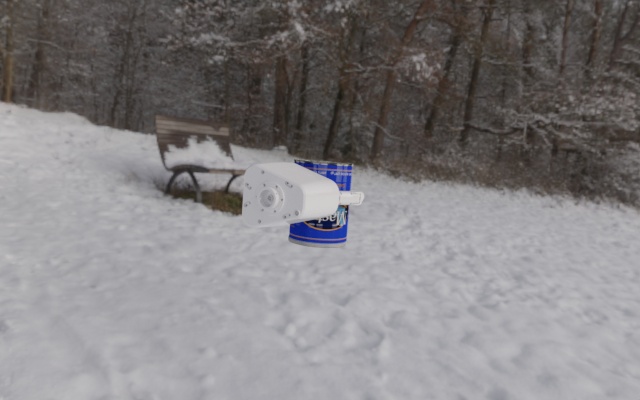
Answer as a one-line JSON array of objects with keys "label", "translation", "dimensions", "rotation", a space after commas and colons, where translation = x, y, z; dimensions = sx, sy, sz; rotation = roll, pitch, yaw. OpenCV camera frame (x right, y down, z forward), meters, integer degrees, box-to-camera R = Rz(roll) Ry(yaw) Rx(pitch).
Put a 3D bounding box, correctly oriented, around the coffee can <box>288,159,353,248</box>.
[{"label": "coffee can", "translation": [0.000, 0.003, 0.824], "dimensions": [0.103, 0.140, 0.103], "rotation": [4, 6, 0]}]
